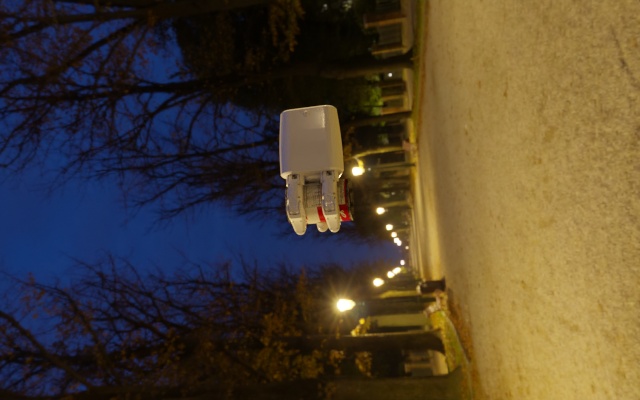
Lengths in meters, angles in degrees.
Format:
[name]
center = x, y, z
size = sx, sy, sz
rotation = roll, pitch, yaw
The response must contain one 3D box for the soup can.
[soup can]
center = 0.000, 0.003, 0.772
size = 0.102, 0.068, 0.068
rotation = -5, -1, 10
